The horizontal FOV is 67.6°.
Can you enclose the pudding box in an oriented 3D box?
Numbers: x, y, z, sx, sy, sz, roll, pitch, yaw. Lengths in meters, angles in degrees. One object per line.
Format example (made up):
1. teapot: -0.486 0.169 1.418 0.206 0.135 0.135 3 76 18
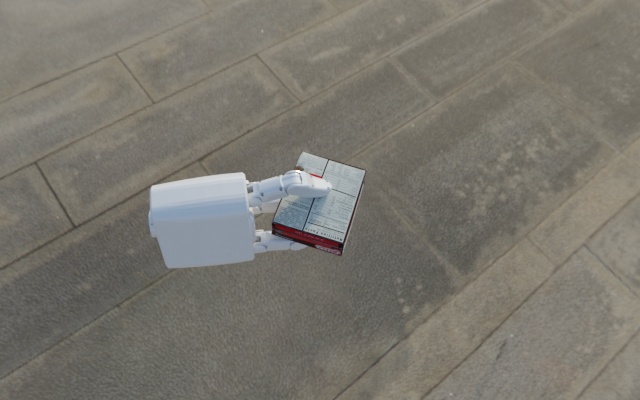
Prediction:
1. pudding box: 0.000 0.002 0.582 0.090 0.113 0.039 18 -28 4
